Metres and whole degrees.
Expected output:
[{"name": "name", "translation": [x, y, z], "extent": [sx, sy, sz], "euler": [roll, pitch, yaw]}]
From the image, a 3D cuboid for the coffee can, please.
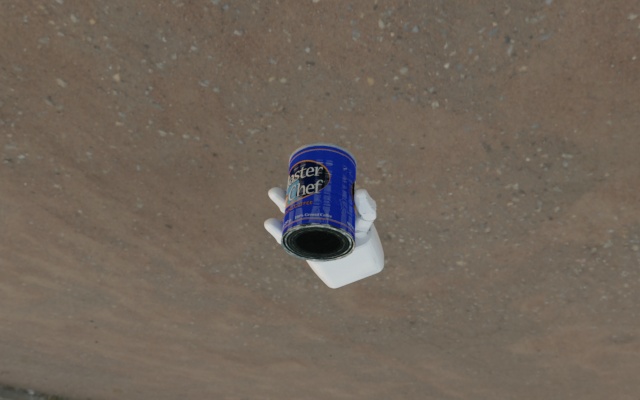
[{"name": "coffee can", "translation": [0.000, 0.002, 0.684], "extent": [0.103, 0.140, 0.103], "euler": [2, -34, 2]}]
